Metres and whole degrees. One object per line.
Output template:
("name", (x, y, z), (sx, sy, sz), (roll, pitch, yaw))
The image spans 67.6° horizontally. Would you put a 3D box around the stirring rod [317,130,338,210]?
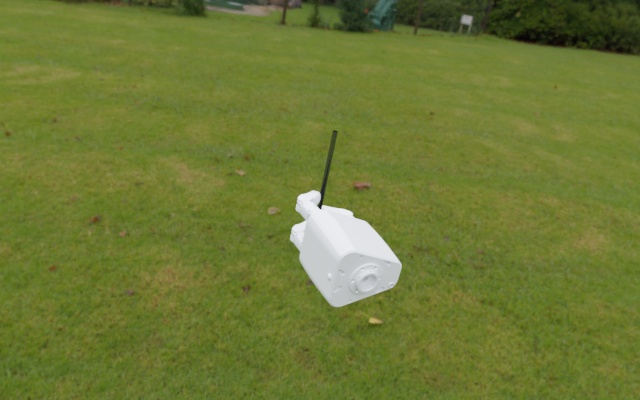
("stirring rod", (0.000, 0.003, 0.770), (0.011, 0.240, 0.011), (10, 25, -5))
